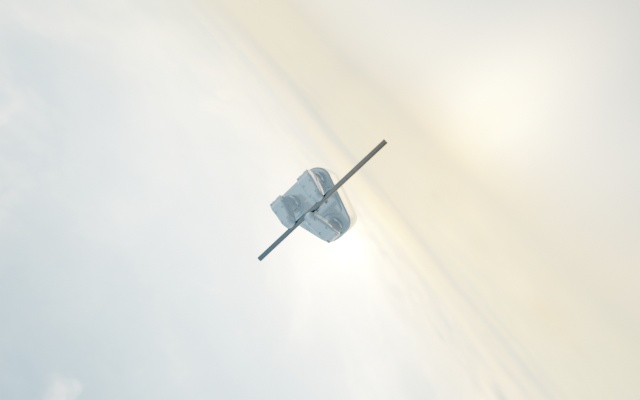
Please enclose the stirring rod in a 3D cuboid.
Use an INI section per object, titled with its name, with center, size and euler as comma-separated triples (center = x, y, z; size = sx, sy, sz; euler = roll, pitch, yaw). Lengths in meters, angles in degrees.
[stirring rod]
center = 0.000, 0.002, 0.652
size = 0.239, 0.011, 0.011
euler = -43, -10, 10
